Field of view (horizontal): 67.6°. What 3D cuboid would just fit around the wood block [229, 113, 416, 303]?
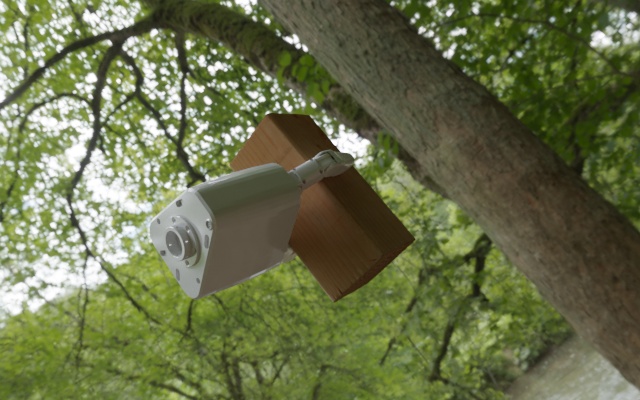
[{"bbox_3d":[0.000,0.002,0.561,0.091,0.206,0.090,-48,-18,28],"label":"wood block"}]
